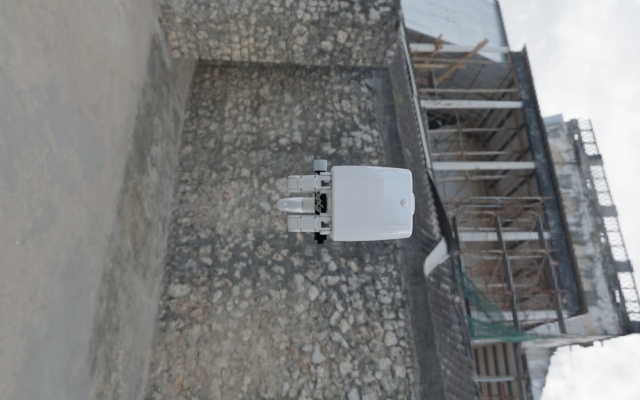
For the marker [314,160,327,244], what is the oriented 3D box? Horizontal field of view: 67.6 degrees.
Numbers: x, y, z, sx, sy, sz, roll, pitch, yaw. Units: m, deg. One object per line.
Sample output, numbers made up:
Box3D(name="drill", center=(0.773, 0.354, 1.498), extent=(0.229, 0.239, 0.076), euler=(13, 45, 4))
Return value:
Box3D(name="marker", center=(0.000, 0.002, 0.689), extent=(0.020, 0.121, 0.020), euler=(0, -1, 0))
